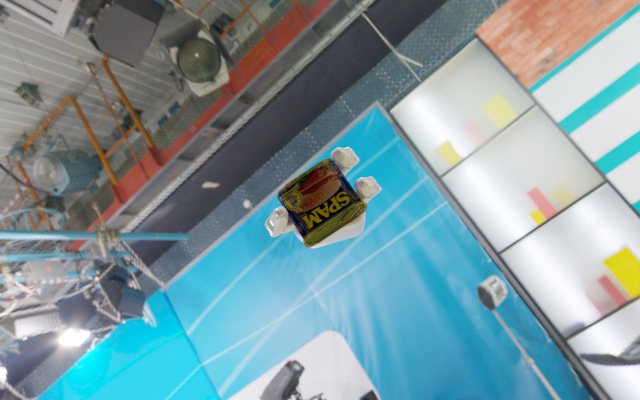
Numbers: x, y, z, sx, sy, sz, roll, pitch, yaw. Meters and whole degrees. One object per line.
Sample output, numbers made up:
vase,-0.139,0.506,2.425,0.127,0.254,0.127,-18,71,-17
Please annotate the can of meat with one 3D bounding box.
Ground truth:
can of meat,0.000,0.002,0.669,0.102,0.084,0.057,-33,-18,0
